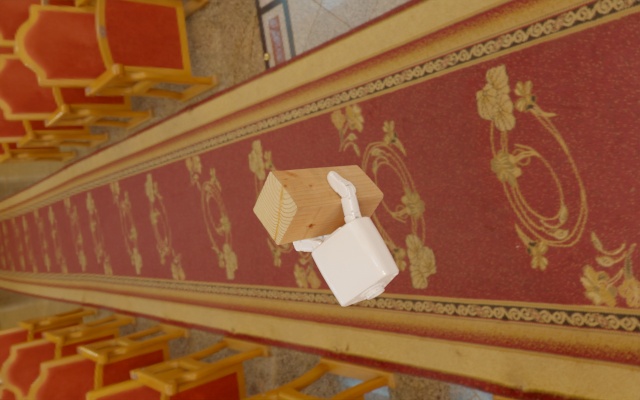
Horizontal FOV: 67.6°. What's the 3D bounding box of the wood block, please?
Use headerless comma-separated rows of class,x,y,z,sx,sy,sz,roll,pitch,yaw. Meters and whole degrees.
wood block,0.000,0.003,0.848,0.206,0.091,0.090,-8,48,-42
